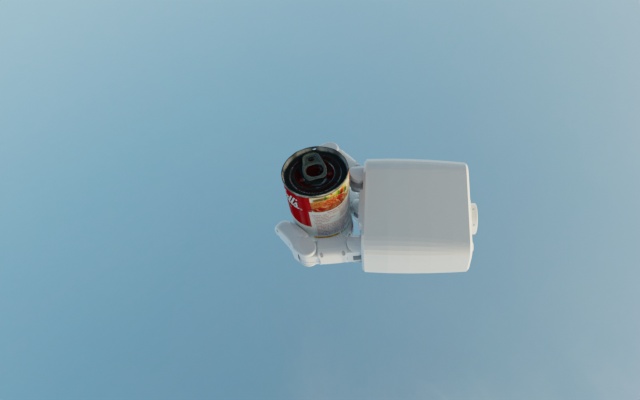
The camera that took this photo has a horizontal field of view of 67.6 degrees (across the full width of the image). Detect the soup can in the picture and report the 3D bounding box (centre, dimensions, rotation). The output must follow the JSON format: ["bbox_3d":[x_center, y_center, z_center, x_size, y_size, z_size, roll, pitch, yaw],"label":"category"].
[{"bbox_3d":[0.000,0.002,0.509,0.068,0.068,0.102,0,-39,8],"label":"soup can"}]
